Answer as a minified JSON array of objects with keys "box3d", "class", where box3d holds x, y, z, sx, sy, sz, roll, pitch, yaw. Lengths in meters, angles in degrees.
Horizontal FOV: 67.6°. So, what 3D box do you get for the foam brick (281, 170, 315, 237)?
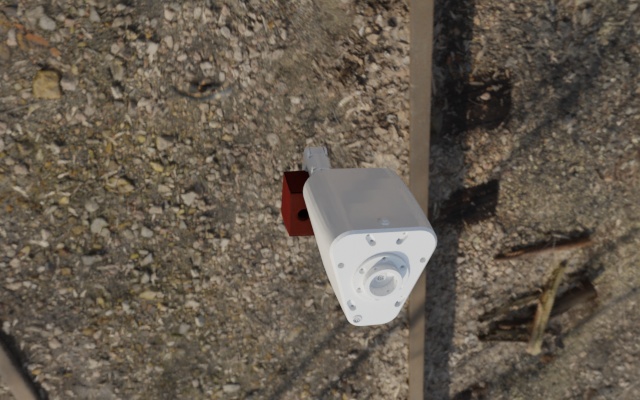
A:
[{"box3d":[0.000,0.002,0.507,0.078,0.053,0.051,-2,31,-11],"class":"foam brick"}]
